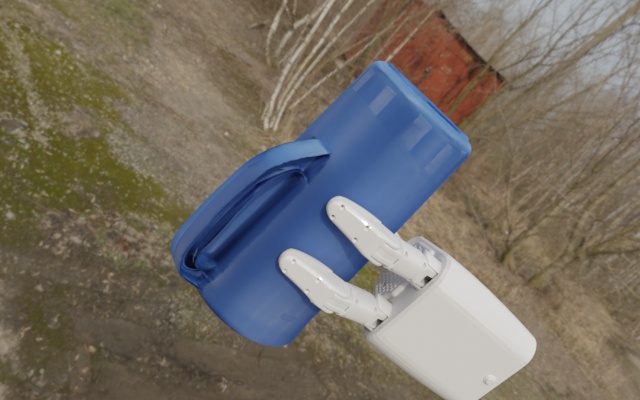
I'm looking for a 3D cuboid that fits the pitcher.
[{"bbox_3d":[0.000,0.001,0.408,0.145,0.243,0.149,41,18,-7],"label":"pitcher"}]
